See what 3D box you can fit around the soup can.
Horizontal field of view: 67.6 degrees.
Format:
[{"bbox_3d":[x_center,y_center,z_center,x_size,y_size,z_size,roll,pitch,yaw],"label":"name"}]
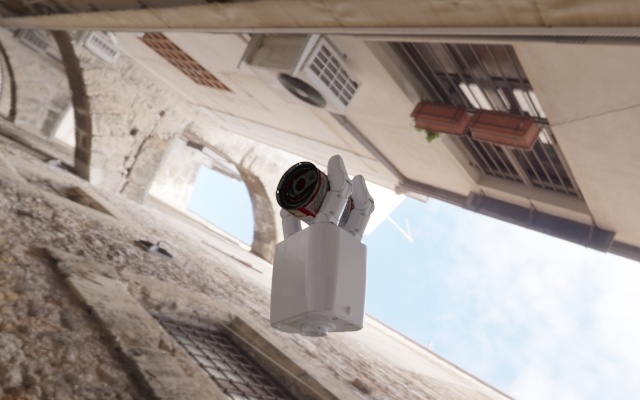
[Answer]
[{"bbox_3d":[0.000,0.002,0.623,0.068,0.068,0.102,0,-25,40],"label":"soup can"}]
